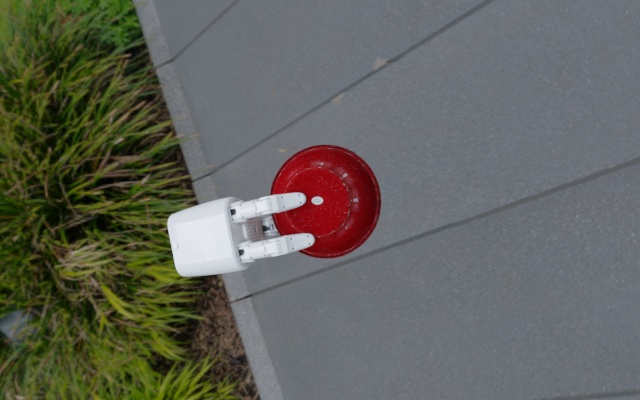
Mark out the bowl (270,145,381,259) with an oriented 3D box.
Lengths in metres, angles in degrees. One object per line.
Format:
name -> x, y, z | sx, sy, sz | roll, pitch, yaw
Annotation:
bowl -> 0.001, 0.002, 0.650 | 0.162, 0.162, 0.055 | 0, 1, 12
